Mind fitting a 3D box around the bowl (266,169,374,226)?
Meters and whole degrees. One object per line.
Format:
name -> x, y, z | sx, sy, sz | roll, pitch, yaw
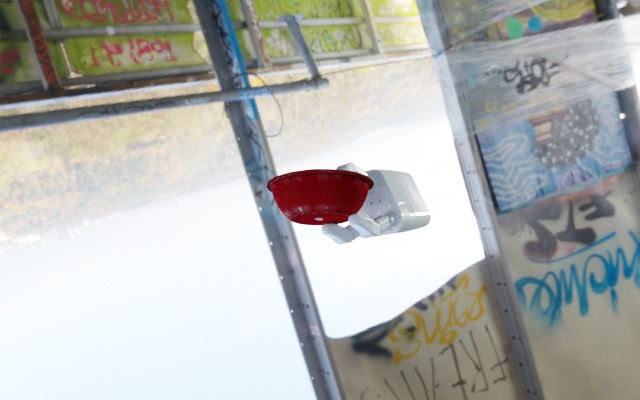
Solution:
bowl -> -0.001, 0.003, 0.714 | 0.162, 0.055, 0.162 | -1, -15, 0
